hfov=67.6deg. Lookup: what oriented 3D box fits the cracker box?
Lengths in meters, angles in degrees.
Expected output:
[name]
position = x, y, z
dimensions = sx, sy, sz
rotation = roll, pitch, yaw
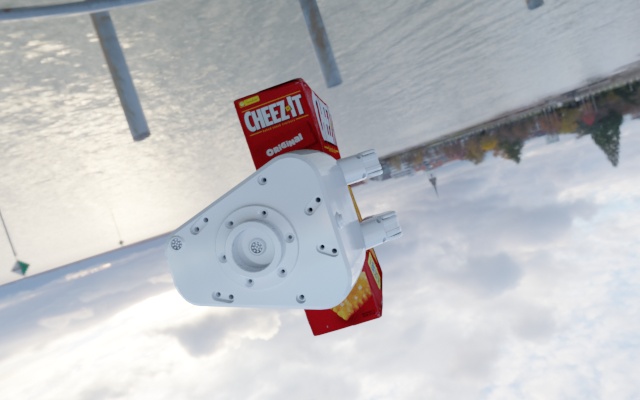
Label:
[cracker box]
position = 0.000, 0.002, 0.477
dimensions = 0.072, 0.213, 0.164
rotation = -18, 2, 8
